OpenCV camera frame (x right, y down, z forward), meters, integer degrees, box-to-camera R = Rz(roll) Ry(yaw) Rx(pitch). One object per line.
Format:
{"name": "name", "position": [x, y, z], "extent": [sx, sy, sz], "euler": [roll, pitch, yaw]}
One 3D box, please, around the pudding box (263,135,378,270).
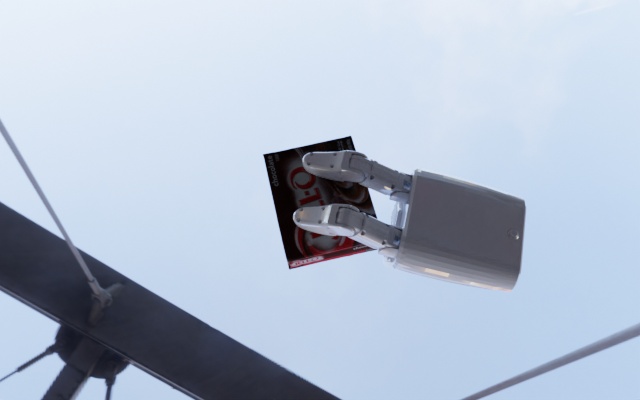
{"name": "pudding box", "position": [0.000, 0.002, 0.458], "extent": [0.090, 0.113, 0.039], "euler": [-13, -22, -7]}
